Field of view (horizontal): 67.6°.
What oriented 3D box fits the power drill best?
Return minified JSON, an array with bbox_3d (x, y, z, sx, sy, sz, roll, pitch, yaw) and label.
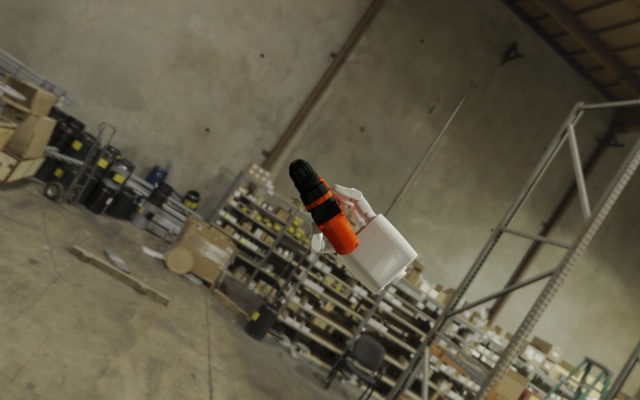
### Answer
[{"bbox_3d":[0.000,0.003,0.879,0.057,0.184,0.187,-30,7,3],"label":"power drill"}]
